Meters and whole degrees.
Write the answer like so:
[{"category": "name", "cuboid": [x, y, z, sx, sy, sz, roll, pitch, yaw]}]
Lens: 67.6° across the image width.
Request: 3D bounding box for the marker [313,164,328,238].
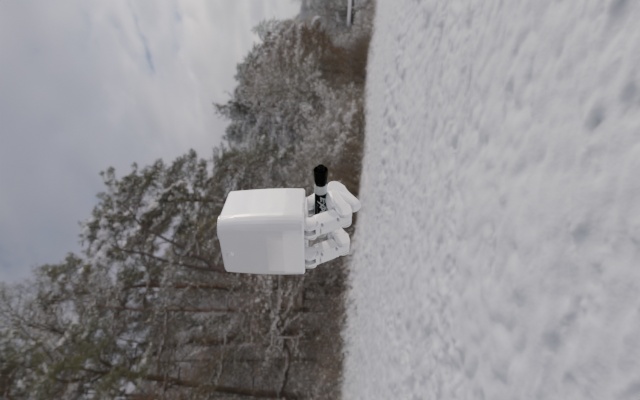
[{"category": "marker", "cuboid": [0.000, 0.002, 0.650, 0.020, 0.121, 0.020, 0, 41, 0]}]
